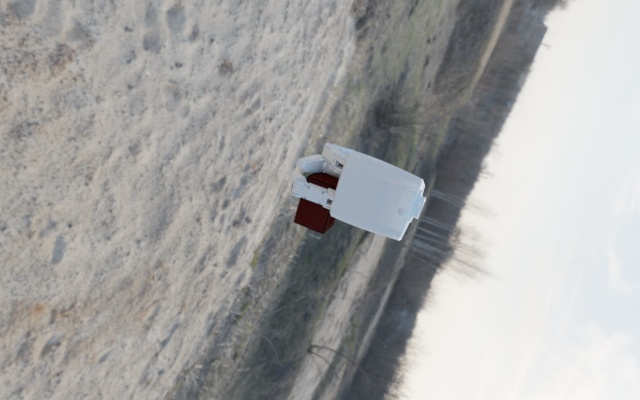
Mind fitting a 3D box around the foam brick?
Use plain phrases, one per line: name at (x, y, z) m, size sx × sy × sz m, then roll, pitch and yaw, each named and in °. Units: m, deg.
foam brick at (0.000, 0.003, 0.721) m, size 0.051 × 0.078 × 0.053 m, roll 22°, pitch 20°, yaw 13°
